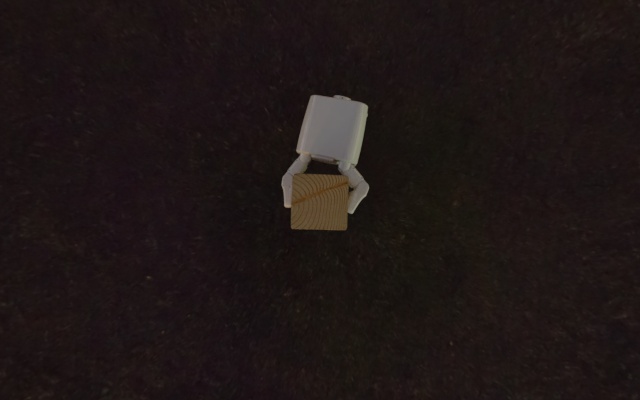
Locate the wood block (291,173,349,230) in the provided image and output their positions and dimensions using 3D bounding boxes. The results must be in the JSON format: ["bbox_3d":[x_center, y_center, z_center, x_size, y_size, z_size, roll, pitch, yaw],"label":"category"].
[{"bbox_3d":[0.000,0.002,0.854,0.091,0.090,0.206,2,0,1],"label":"wood block"}]
